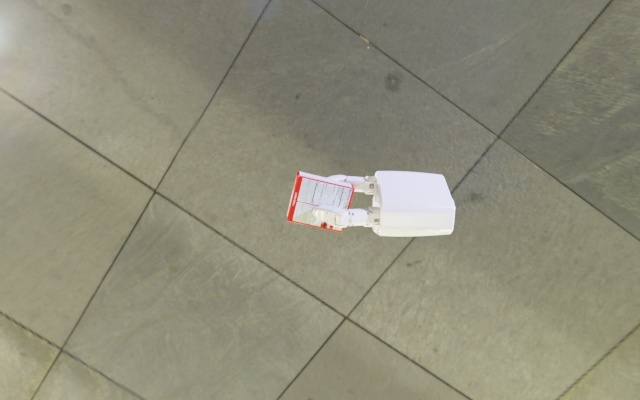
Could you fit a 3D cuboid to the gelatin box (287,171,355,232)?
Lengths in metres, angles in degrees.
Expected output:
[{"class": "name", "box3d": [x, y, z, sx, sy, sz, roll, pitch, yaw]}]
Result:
[{"class": "gelatin box", "box3d": [0.000, 0.002, 0.719, 0.089, 0.073, 0.030, 12, 17, -7]}]
